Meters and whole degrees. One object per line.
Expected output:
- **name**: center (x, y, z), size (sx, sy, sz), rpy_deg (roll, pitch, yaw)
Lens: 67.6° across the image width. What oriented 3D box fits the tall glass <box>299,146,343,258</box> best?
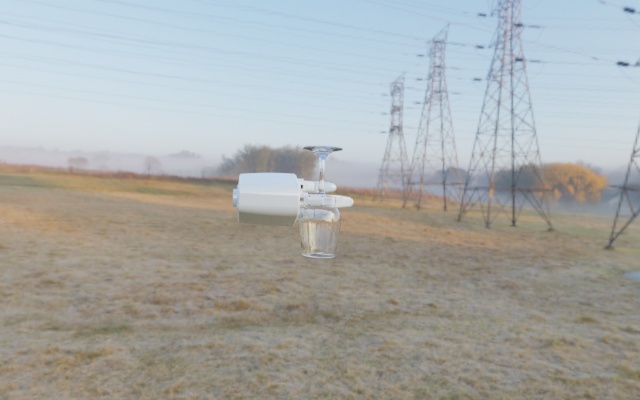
- **tall glass**: center (0.000, 0.002, 0.882), size (0.079, 0.201, 0.079), rpy_deg (2, 0, 0)
